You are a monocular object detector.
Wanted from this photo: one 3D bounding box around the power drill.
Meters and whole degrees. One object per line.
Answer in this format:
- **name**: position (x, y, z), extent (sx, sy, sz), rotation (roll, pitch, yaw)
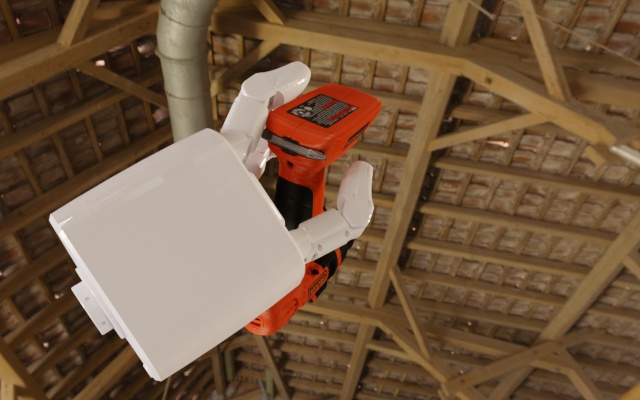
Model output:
- **power drill**: position (0.000, 0.001, 0.411), extent (0.057, 0.188, 0.184), rotation (21, 34, 19)
